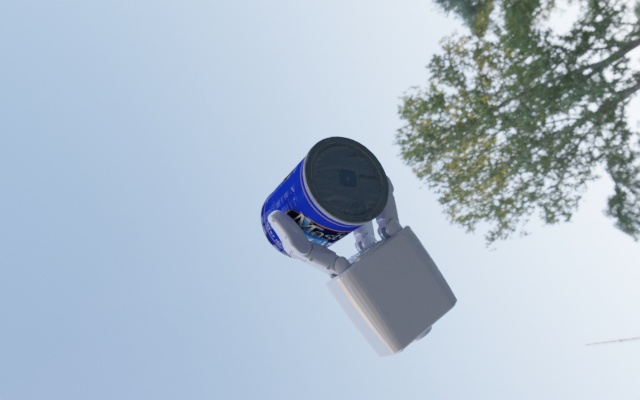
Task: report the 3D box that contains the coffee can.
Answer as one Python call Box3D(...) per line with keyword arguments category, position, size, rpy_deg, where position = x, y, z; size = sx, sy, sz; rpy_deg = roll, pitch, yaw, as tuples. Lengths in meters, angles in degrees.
Box3D(category="coffee can", position=(0.000, 0.002, 0.567), size=(0.103, 0.102, 0.140), rpy_deg=(0, -22, -28))
